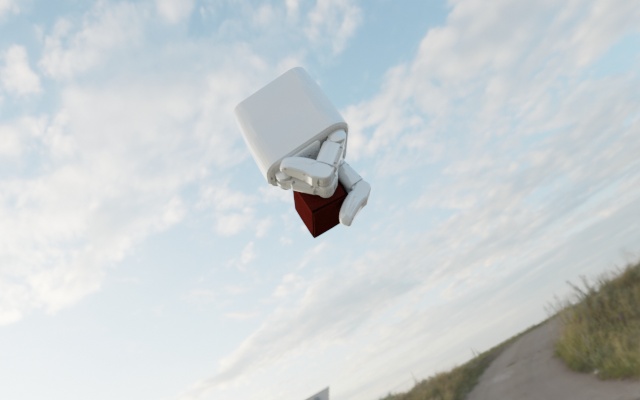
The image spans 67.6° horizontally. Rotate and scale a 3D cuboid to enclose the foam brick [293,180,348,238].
[{"bbox_3d":[0.000,0.002,0.610,0.053,0.051,0.078,-29,-24,-15],"label":"foam brick"}]
